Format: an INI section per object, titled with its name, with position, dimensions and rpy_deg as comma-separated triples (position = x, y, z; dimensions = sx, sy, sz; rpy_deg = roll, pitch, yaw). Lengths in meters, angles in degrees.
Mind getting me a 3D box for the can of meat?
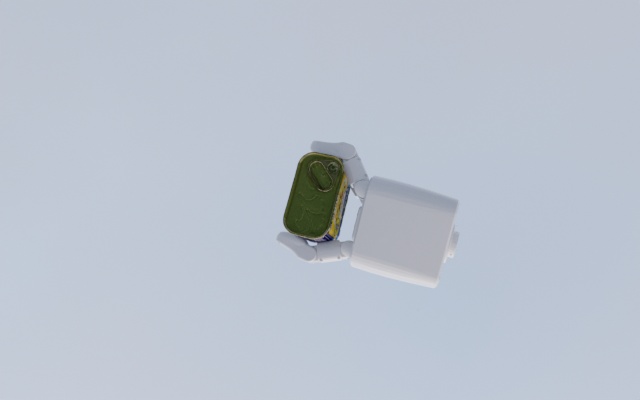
[can of meat]
position = 0.000, 0.002, 0.593
dimensions = 0.057, 0.102, 0.084
rpy_deg = 12, -10, 14
